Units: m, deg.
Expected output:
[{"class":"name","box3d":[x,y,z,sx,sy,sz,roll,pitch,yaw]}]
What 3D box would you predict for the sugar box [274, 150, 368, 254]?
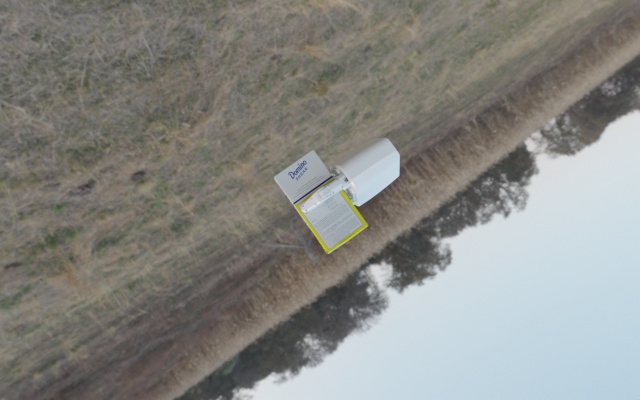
[{"class":"sugar box","box3d":[0.000,0.003,0.897,0.093,0.176,0.048,-35,-7,-4]}]
